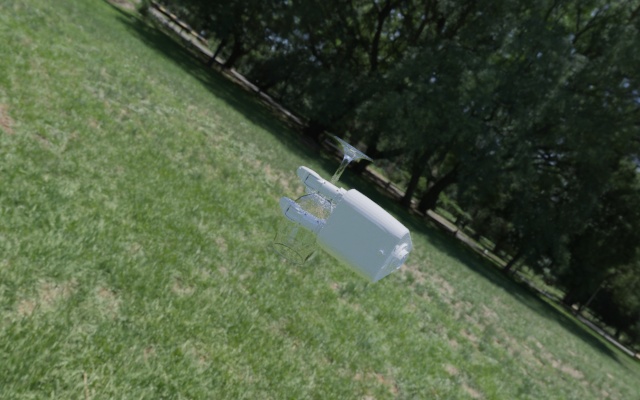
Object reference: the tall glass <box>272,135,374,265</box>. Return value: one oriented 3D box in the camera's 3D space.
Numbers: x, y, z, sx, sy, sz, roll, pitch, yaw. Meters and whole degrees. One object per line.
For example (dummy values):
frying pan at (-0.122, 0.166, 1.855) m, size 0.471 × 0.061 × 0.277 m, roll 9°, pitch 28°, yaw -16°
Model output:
tall glass at (0.000, 0.002, 0.753) m, size 0.079 × 0.201 × 0.079 m, roll 32°, pitch 8°, yaw -5°
